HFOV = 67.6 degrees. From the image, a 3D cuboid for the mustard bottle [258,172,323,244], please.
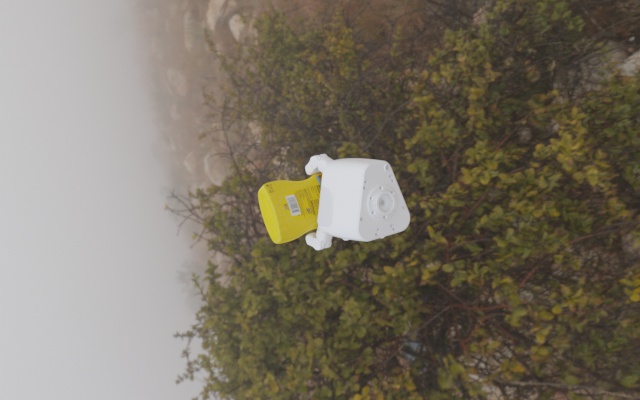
[{"bbox_3d":[0.000,0.003,0.786,0.191,0.096,0.058,-14,-13,-27],"label":"mustard bottle"}]
